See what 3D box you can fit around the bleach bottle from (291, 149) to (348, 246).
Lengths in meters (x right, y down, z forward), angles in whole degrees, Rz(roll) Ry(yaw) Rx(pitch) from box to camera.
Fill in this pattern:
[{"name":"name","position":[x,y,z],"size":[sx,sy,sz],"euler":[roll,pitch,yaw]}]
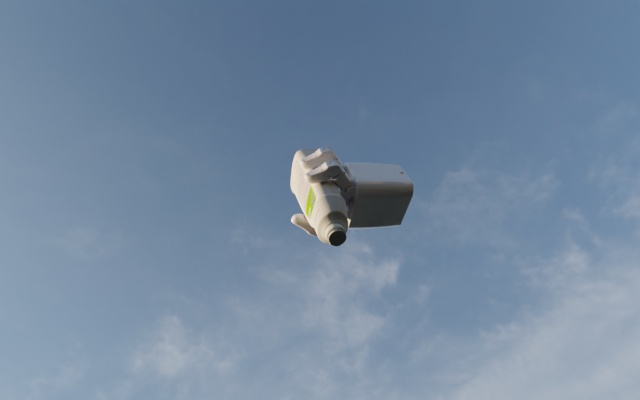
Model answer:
[{"name":"bleach bottle","position":[0.000,0.003,0.823],"size":[0.068,0.103,0.250],"euler":[-1,30,-13]}]
